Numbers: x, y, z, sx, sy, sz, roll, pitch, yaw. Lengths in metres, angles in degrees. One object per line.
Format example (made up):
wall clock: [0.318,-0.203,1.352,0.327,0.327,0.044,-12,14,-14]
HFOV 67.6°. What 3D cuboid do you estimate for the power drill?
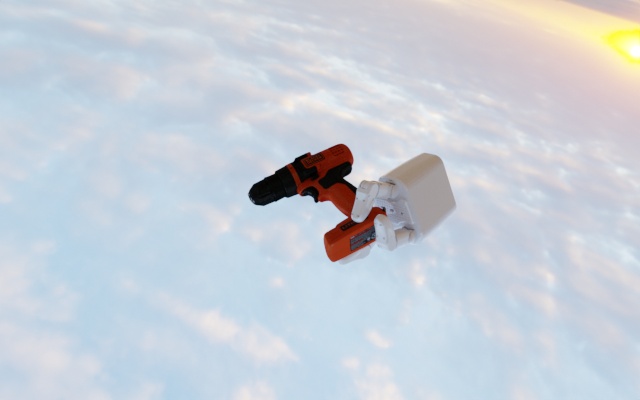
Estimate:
power drill: [0.001,0.003,0.736,0.184,0.187,0.057,-27,-36,-12]
